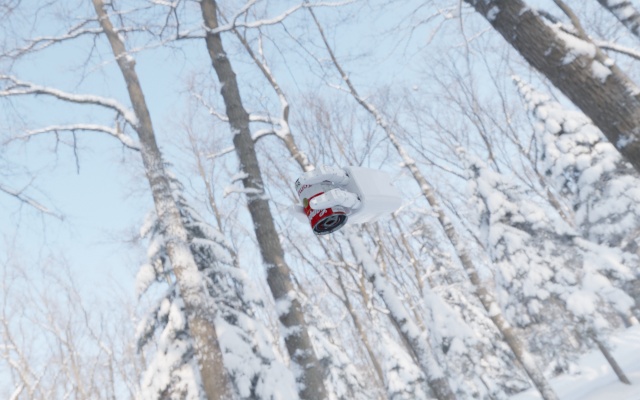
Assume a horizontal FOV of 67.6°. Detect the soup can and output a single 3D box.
[{"bbox_3d":[0.000,0.003,0.871,0.068,0.102,0.068,-18,-28,-10],"label":"soup can"}]
